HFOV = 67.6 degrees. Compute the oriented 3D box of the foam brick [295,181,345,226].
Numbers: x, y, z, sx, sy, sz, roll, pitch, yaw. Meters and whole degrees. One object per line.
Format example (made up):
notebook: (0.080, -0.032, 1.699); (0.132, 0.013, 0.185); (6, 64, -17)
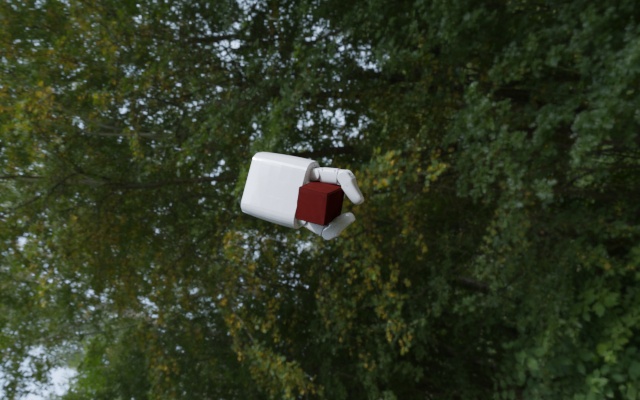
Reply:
foam brick: (0.000, 0.002, 0.756); (0.051, 0.053, 0.078); (14, 15, 19)
